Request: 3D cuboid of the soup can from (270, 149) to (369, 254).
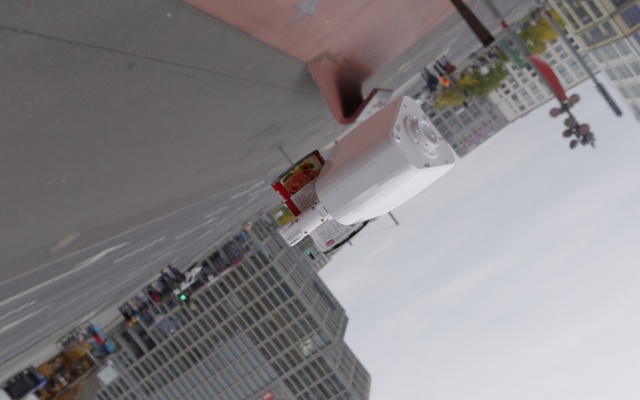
[{"bbox_3d":[0.000,0.002,0.549,0.068,0.102,0.068,-37,2,1],"label":"soup can"}]
